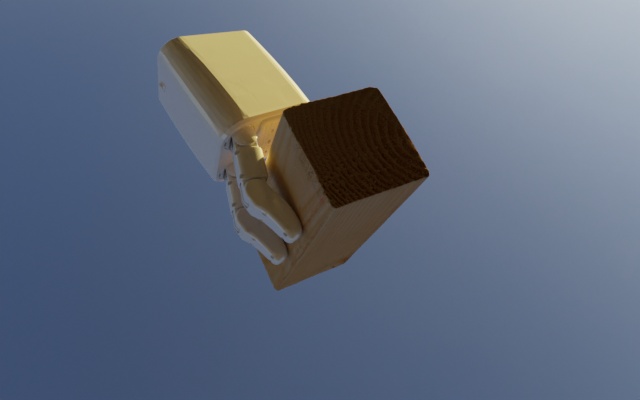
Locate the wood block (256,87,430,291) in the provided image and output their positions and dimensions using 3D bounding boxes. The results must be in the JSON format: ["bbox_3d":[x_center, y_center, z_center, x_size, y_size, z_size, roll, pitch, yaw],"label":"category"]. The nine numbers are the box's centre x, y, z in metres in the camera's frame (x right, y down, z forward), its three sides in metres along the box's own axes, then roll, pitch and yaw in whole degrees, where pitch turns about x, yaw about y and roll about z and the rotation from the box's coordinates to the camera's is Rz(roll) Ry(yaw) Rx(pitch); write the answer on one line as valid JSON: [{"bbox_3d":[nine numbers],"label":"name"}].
[{"bbox_3d":[0.000,0.001,0.445,0.091,0.090,0.206,-20,-18,-25],"label":"wood block"}]
